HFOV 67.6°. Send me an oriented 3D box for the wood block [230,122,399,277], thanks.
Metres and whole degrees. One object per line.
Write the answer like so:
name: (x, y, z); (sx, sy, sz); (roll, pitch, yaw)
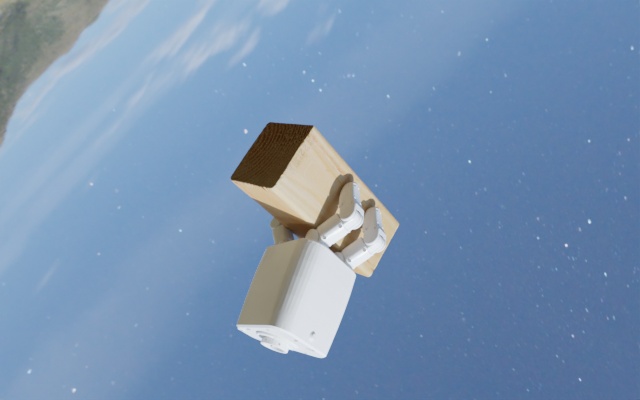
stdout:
wood block: (0.000, 0.002, 0.606); (0.091, 0.090, 0.206); (13, -24, 47)
